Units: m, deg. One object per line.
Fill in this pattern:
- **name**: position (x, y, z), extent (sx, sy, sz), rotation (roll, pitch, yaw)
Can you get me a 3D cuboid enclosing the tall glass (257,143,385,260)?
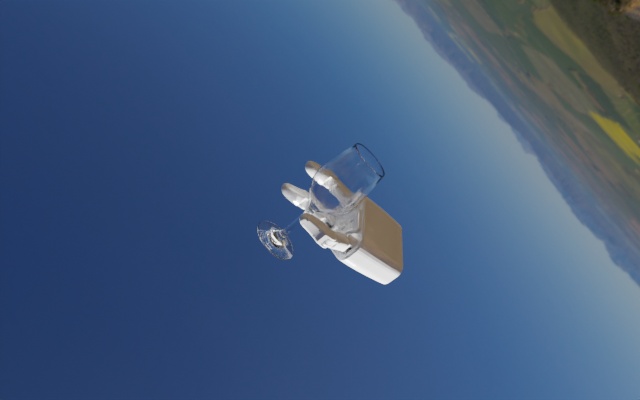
- **tall glass**: position (0.000, 0.003, 0.707), extent (0.201, 0.079, 0.079), rotation (-41, -18, 22)
